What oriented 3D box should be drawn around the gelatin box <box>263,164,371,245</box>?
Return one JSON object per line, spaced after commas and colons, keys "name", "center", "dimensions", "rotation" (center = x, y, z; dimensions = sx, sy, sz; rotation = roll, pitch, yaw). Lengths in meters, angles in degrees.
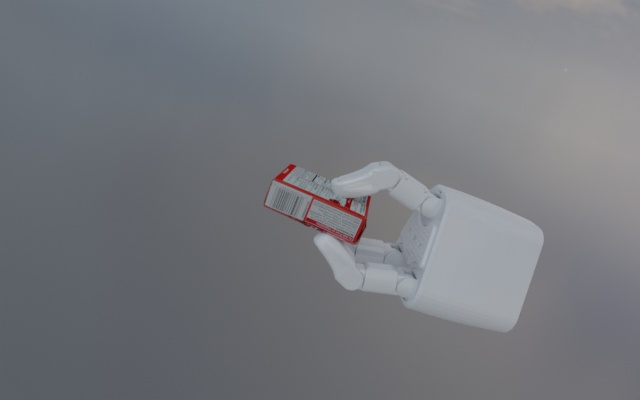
{"name": "gelatin box", "center": [0.000, 0.001, 0.437], "dimensions": [0.089, 0.030, 0.073], "rotation": [23, 17, 1]}
